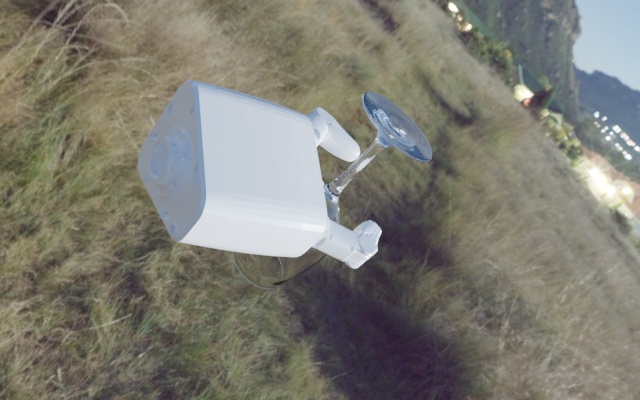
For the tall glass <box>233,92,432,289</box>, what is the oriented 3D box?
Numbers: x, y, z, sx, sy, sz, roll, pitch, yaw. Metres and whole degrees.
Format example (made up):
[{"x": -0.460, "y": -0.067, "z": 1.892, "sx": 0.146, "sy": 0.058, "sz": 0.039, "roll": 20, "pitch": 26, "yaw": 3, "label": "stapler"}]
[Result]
[{"x": 0.001, "y": 0.001, "z": 0.426, "sx": 0.079, "sy": 0.079, "sz": 0.201, "roll": 0, "pitch": -38, "yaw": -50, "label": "tall glass"}]
